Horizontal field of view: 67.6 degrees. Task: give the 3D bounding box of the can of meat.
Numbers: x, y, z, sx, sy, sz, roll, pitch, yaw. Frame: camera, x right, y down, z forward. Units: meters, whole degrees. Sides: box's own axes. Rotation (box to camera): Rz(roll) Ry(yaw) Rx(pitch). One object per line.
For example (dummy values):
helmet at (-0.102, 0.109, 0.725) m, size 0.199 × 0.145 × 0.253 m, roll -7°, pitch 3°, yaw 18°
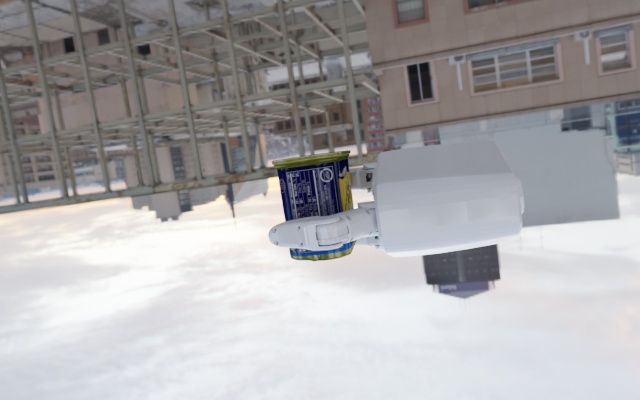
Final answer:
can of meat at (0.000, 0.002, 0.417) m, size 0.057 × 0.084 × 0.102 m, roll -7°, pitch 6°, yaw 10°
